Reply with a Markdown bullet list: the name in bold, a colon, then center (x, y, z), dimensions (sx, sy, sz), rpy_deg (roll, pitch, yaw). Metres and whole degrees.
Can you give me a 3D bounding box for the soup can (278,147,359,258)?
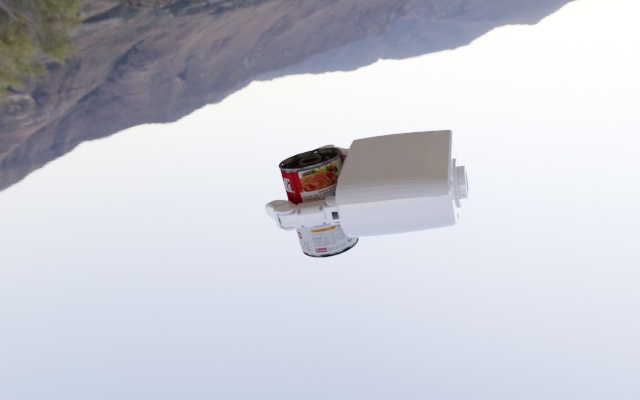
- **soup can**: center (0.000, 0.002, 0.514), dimensions (0.068, 0.102, 0.068), rpy_deg (-12, 19, 4)
